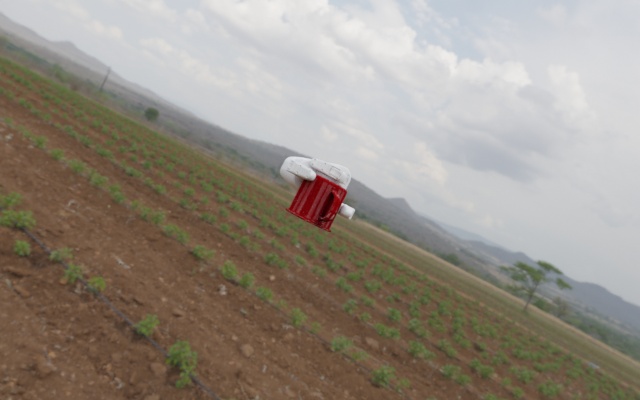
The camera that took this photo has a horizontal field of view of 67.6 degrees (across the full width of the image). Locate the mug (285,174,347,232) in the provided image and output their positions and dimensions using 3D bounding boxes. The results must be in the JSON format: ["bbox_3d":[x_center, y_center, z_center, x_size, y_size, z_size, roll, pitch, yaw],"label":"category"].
[{"bbox_3d":[0.001,0.003,0.849,0.093,0.081,0.117,27,0,-24],"label":"mug"}]
